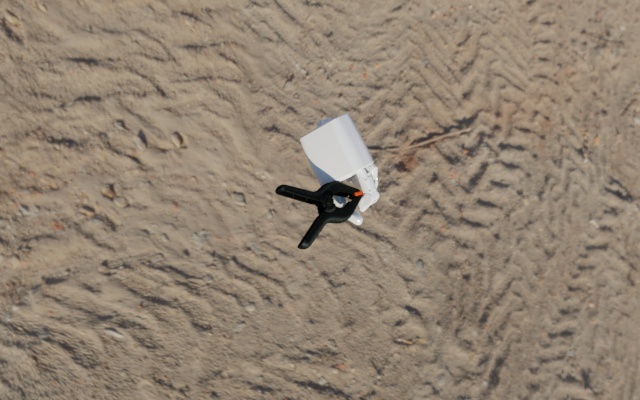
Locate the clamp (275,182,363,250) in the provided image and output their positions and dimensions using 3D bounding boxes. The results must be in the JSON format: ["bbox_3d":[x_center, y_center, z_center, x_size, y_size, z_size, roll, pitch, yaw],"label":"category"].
[{"bbox_3d":[0.001,0.003,0.873,0.171,0.120,0.039,-28,3,-35],"label":"clamp"}]
